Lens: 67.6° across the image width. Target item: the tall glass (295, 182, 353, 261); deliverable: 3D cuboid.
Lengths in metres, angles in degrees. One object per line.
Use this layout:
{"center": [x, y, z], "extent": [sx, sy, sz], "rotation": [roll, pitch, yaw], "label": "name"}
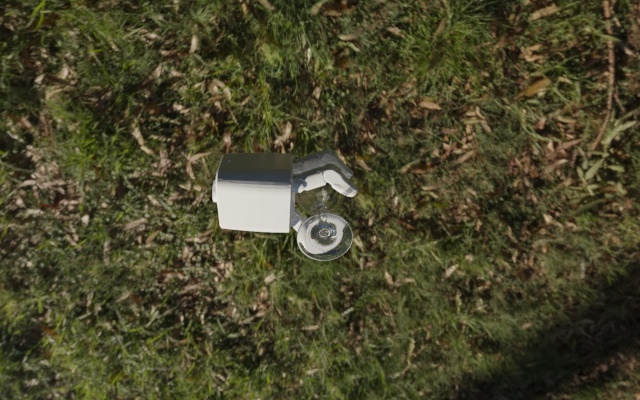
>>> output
{"center": [0.000, 0.003, 0.710], "extent": [0.079, 0.079, 0.201], "rotation": [0, 28, -3], "label": "tall glass"}
